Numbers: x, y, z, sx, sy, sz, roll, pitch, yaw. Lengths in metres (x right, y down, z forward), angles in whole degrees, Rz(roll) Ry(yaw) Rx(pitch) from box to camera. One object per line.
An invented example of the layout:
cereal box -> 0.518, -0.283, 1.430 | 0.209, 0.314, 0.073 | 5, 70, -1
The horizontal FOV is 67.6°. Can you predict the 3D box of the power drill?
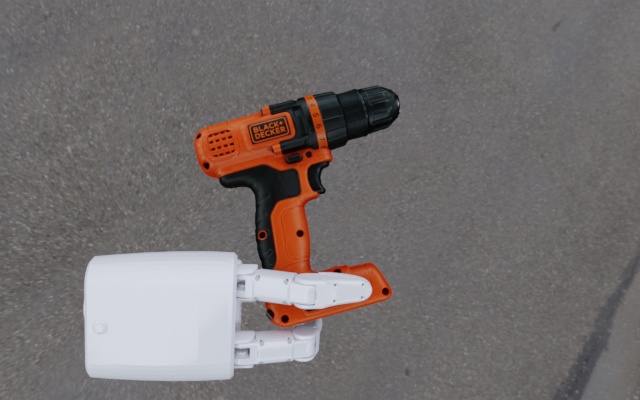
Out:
power drill -> 0.000, 0.002, 0.414 | 0.184, 0.187, 0.057 | -16, -8, -3
